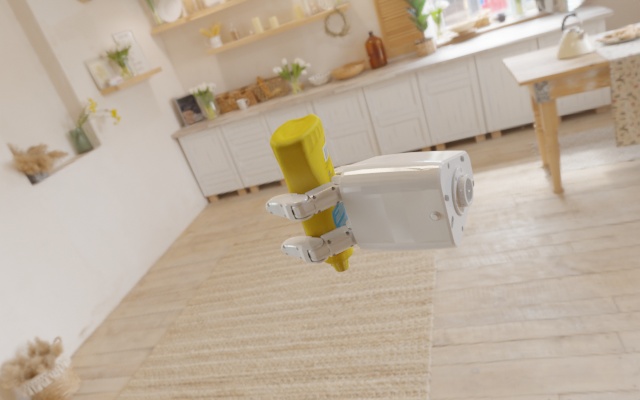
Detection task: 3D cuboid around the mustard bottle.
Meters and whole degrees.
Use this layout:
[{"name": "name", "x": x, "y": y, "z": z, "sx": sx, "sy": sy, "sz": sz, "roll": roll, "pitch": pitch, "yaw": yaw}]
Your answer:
[{"name": "mustard bottle", "x": 0.000, "y": 0.002, "z": 0.562, "sx": 0.058, "sy": 0.192, "sz": 0.096, "roll": -14, "pitch": 24, "yaw": 11}]
